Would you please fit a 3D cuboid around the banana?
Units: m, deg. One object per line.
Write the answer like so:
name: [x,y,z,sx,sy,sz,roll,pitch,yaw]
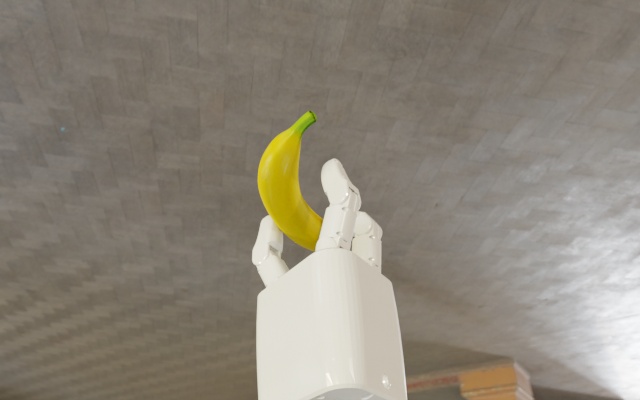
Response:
banana: [-0.019,0.003,0.469,0.069,0.037,0.198,-12,-40,3]
